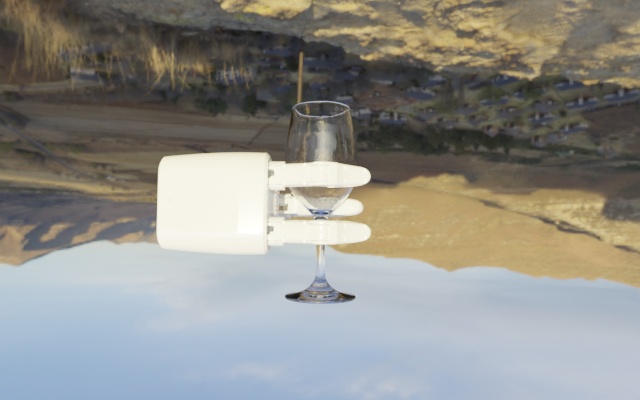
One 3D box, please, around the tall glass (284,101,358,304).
[{"bbox_3d":[0.000,0.002,0.501,0.079,0.201,0.079,1,-3,0],"label":"tall glass"}]
